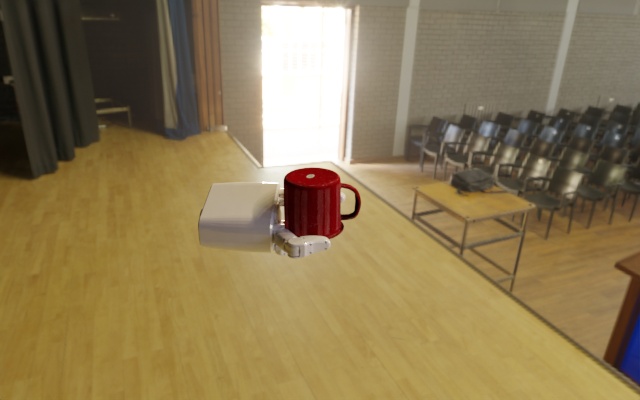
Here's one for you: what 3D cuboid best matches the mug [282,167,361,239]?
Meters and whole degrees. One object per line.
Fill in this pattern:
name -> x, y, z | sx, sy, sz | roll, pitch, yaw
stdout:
mug -> 0.002, 0.002, 0.687 | 0.117, 0.081, 0.093 | 0, 23, 1
